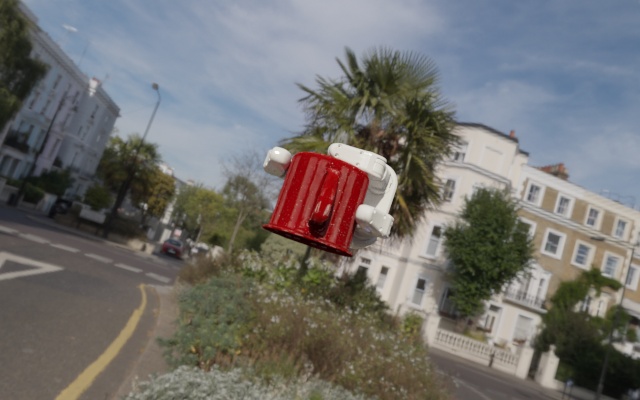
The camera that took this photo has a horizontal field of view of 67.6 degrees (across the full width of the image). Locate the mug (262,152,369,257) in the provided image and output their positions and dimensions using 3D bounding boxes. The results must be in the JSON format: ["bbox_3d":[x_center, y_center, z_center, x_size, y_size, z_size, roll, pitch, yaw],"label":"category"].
[{"bbox_3d":[0.000,0.001,0.461,0.093,0.081,0.117,18,-9,0],"label":"mug"}]
